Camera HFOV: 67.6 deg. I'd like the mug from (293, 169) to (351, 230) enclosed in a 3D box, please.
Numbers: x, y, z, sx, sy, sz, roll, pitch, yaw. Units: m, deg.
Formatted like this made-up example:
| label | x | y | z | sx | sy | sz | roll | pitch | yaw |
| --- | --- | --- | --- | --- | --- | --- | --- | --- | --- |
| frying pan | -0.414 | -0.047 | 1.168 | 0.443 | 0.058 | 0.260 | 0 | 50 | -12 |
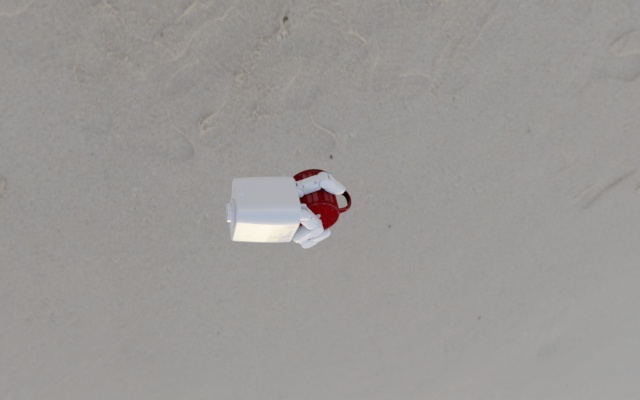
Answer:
| label | x | y | z | sx | sy | sz | roll | pitch | yaw |
| --- | --- | --- | --- | --- | --- | --- | --- | --- | --- |
| mug | 0.002 | 0.003 | 0.880 | 0.117 | 0.081 | 0.093 | 0 | -44 | -15 |
